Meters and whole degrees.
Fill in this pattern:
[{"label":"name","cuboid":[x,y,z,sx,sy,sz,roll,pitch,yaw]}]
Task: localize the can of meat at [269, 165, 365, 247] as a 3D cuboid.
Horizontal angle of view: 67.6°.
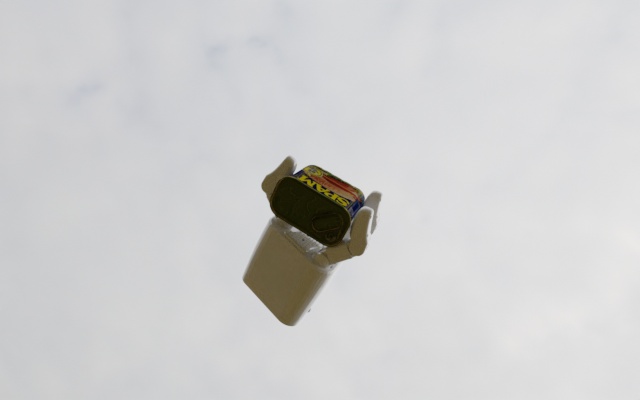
[{"label":"can of meat","cuboid":[0.000,0.002,0.604,0.102,0.057,0.084,31,25,9]}]
